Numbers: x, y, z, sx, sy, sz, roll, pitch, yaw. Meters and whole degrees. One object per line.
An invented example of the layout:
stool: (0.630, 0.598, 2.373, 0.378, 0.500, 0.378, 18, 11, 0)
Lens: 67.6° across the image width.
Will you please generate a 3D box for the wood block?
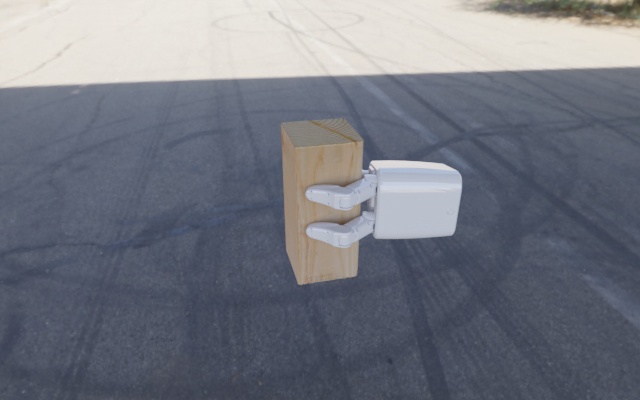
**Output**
wood block: (0.000, 0.002, 0.656, 0.090, 0.206, 0.090, -7, 30, -12)
